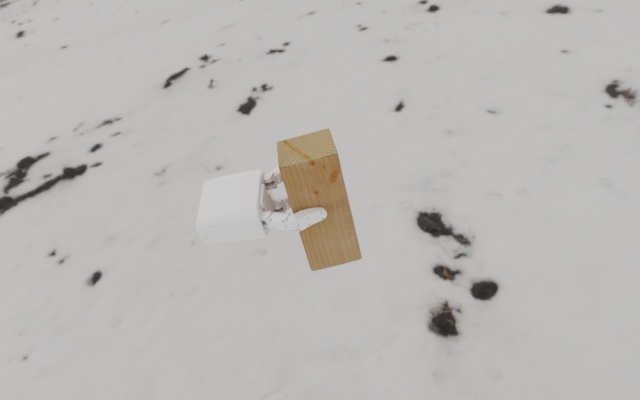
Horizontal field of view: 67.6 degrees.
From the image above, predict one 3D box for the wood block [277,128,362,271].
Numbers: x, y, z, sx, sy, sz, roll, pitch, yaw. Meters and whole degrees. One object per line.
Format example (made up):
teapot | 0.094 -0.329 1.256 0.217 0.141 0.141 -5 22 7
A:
wood block | 0.000 0.003 0.778 0.090 0.206 0.090 -14 33 2
